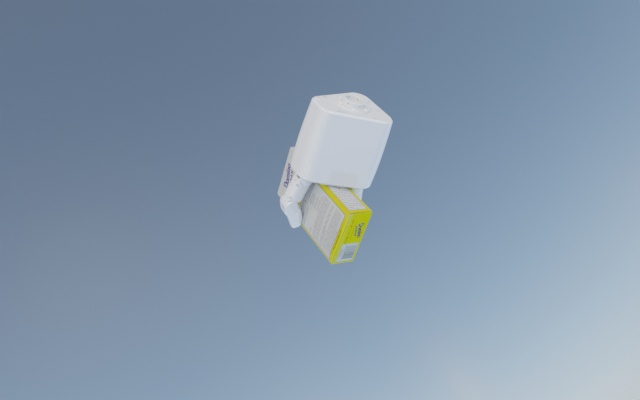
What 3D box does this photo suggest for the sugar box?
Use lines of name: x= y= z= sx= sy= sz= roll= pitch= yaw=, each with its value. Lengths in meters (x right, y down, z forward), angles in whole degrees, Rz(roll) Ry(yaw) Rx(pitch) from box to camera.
sugar box: x=0.001 y=0.002 z=0.709 sx=0.048 sy=0.093 sz=0.176 roll=-3 pitch=38 yaw=-32
